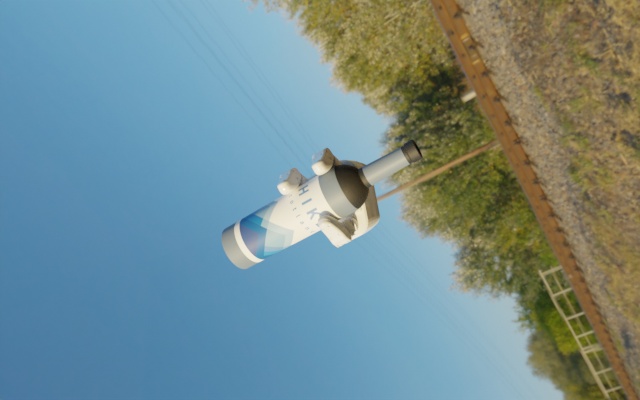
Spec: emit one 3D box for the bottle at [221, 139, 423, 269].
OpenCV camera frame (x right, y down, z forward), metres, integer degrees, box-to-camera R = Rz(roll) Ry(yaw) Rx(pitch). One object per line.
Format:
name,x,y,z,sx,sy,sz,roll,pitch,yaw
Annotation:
bottle,0.000,0.002,0.646,0.296,0.069,0.069,-29,-10,19
